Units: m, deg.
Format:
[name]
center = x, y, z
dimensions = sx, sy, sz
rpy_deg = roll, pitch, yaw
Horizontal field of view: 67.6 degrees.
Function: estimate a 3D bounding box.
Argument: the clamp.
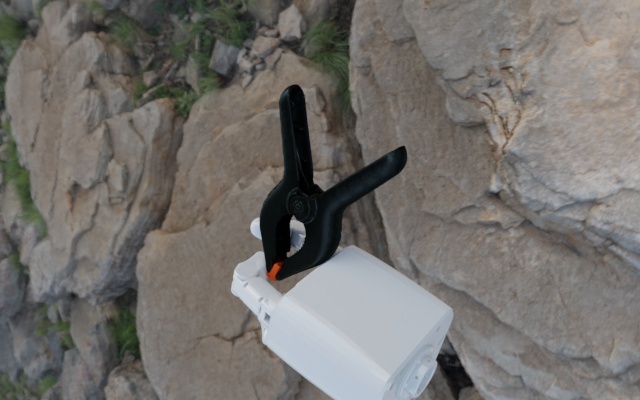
[clamp]
center = 0.000, 0.002, 0.402
dimensions = 0.120, 0.171, 0.039
rpy_deg = 29, 27, 31
